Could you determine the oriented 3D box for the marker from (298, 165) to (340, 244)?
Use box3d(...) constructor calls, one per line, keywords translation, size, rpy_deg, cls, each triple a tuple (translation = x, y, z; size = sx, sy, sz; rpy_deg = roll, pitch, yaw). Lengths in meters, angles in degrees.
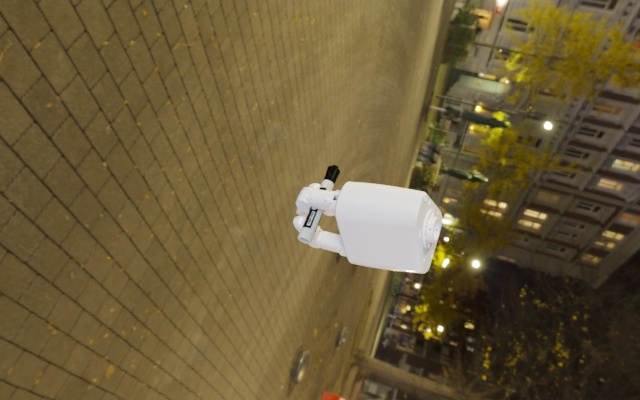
box3d(translation=(0.000, 0.002, 0.647), size=(0.020, 0.121, 0.020), rpy_deg=(18, -26, 10), cls="marker")
